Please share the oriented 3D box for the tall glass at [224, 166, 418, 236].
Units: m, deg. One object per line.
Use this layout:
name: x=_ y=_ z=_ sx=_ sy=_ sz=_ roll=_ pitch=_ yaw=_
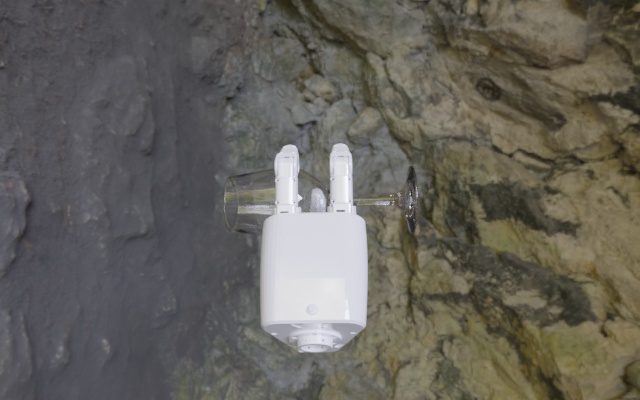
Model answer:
tall glass: x=0.001 y=0.002 z=0.521 sx=0.201 sy=0.079 sz=0.079 roll=-1 pitch=0 yaw=2
